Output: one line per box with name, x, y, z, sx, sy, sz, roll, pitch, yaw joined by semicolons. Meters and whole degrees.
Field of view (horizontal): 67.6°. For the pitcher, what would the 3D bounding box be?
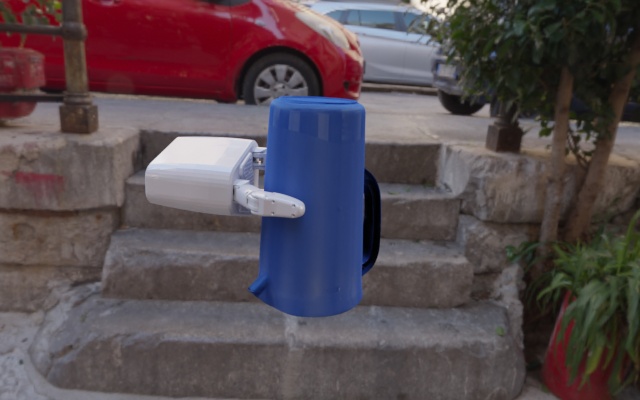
pitcher;0.000;0.002;0.573;0.145;0.243;0.149;6;16;10
